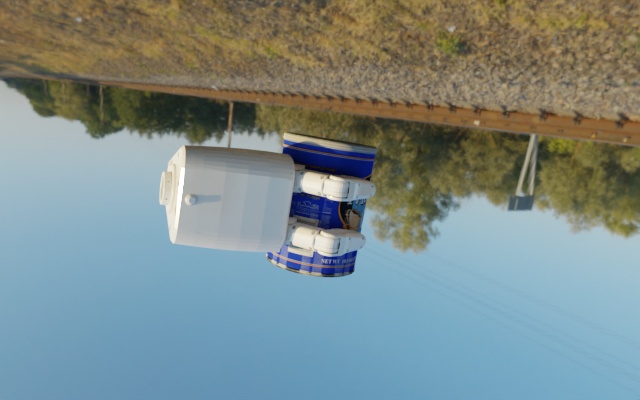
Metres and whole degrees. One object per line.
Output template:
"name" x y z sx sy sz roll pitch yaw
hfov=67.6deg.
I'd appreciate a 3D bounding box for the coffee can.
"coffee can" 0.000 0.002 0.531 0.103 0.140 0.103 9 9 -1
